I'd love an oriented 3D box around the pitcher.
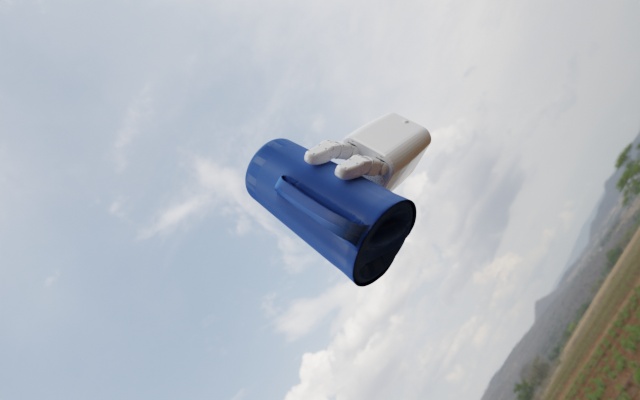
[{"bbox_3d":[0.000,0.002,0.678,0.242,0.149,0.145,33,53,31],"label":"pitcher"}]
